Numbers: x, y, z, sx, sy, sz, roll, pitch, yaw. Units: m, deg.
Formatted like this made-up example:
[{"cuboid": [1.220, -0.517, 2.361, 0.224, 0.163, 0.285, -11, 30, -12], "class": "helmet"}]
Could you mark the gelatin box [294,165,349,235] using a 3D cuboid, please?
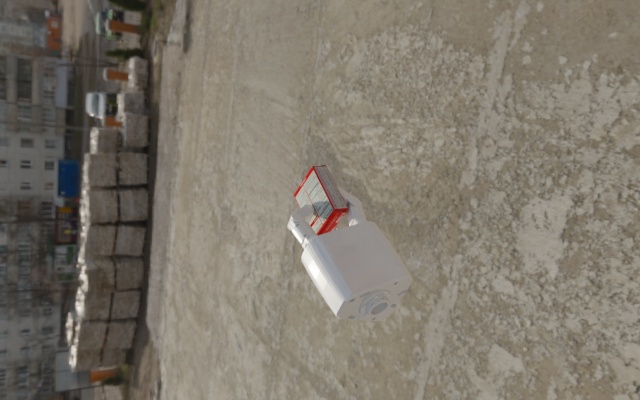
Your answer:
[{"cuboid": [0.000, 0.002, 0.735, 0.030, 0.089, 0.073, -5, -34, -36], "class": "gelatin box"}]
